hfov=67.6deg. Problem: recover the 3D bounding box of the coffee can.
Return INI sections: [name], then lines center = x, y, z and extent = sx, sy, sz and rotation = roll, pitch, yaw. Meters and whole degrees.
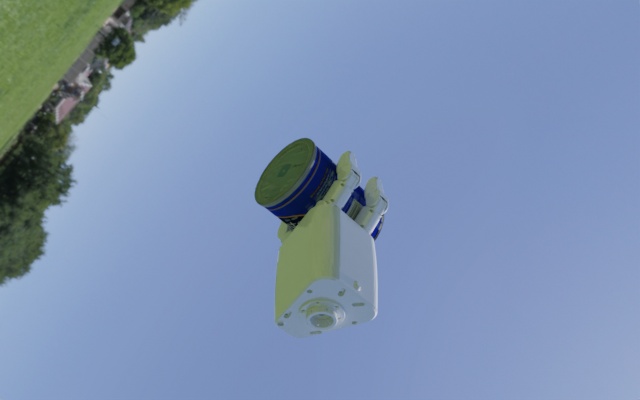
[coffee can]
center = 0.000, 0.002, 0.621
extent = 0.140, 0.102, 0.103
rotation = 40, -22, -29
